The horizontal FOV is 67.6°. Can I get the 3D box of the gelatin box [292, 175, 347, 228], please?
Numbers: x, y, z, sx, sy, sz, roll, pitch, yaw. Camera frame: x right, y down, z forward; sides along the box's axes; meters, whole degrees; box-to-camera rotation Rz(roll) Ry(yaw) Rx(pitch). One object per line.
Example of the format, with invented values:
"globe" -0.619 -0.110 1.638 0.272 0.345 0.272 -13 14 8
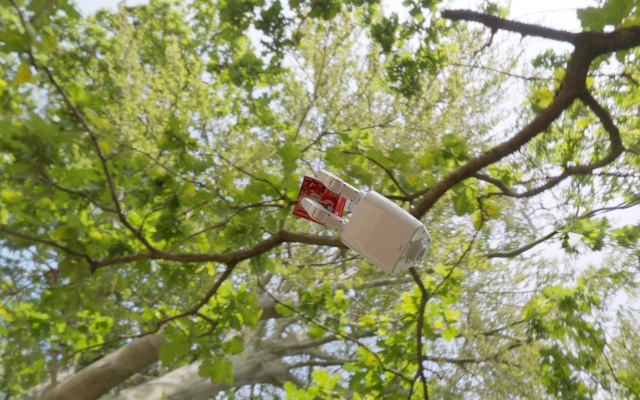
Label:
"gelatin box" 0.000 0.003 0.828 0.089 0.073 0.030 20 4 37
